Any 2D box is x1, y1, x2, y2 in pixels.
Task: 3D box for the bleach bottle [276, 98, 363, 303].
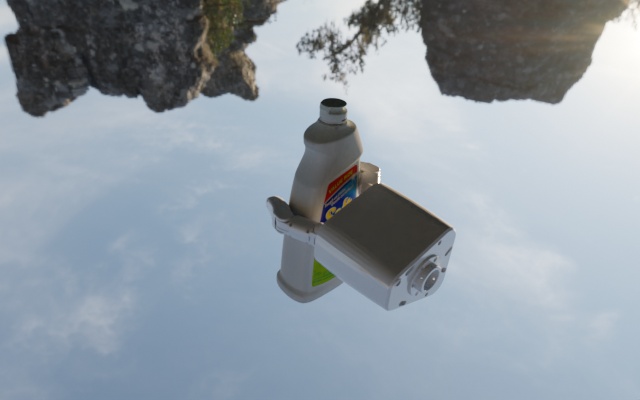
[{"bbox_3d":[0.000,0.002,0.578,0.102,0.251,0.068,-23,42,-35],"label":"bleach bottle"}]
